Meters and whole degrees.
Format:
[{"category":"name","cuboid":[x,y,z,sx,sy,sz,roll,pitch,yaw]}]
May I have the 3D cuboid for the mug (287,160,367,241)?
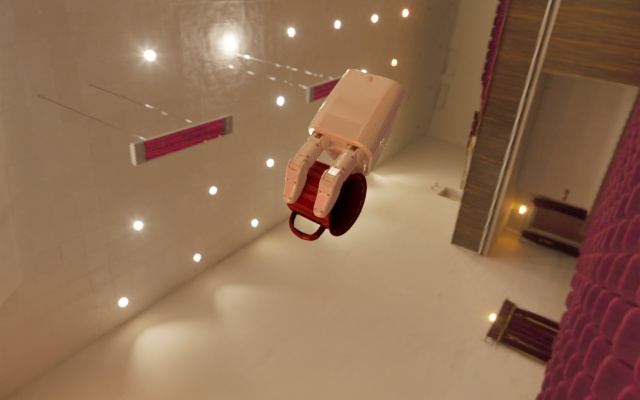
[{"category":"mug","cuboid":[-0.001,0.003,0.660,0.081,0.117,0.093,24,-16,29]}]
